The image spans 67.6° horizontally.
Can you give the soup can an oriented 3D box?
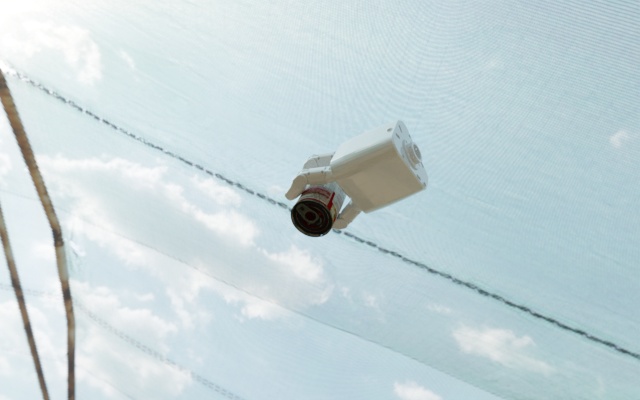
[{"bbox_3d":[0.000,0.003,0.766,0.068,0.068,0.102,0,31,19],"label":"soup can"}]
